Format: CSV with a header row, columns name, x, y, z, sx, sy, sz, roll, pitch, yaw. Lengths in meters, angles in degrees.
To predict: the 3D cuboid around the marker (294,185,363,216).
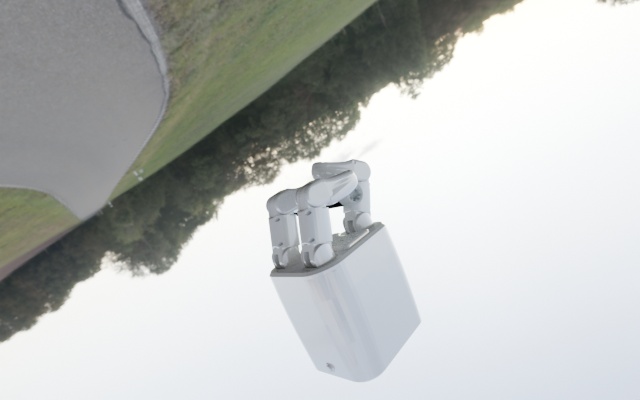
name,x,y,z,sx,sy,sz,roll,pitch,yaw
marker,0.000,0.002,0.479,0.020,0.020,0.121,0,-7,-31
